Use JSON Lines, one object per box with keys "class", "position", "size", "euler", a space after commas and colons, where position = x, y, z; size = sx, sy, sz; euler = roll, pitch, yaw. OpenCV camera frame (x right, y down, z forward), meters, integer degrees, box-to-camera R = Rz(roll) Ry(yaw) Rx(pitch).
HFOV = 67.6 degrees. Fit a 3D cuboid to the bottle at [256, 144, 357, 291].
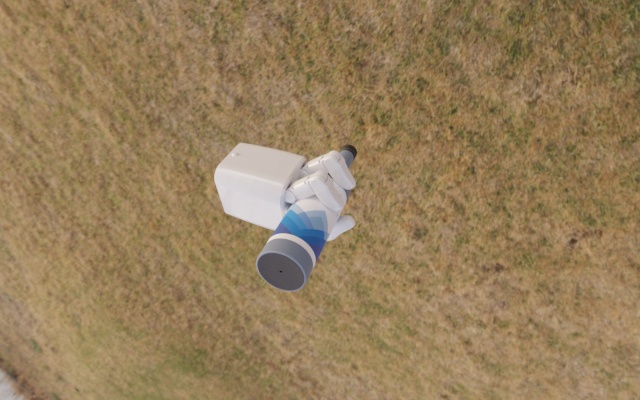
{"class": "bottle", "position": [0.000, 0.002, 0.688], "size": [0.069, 0.069, 0.295], "euler": [0, 35, 24]}
